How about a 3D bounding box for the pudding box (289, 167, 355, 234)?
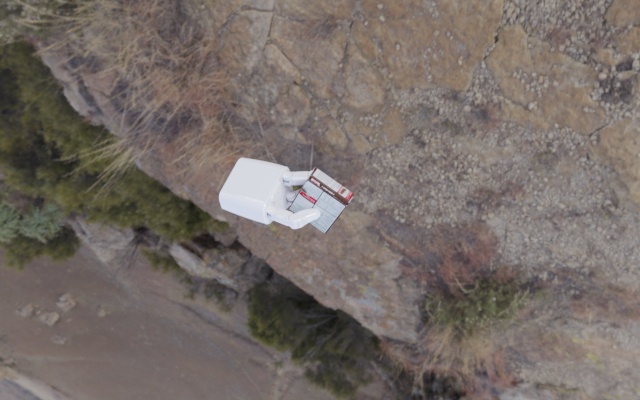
[{"bbox_3d":[0.000,0.003,0.898,0.090,0.039,0.113,34,-37,-1],"label":"pudding box"}]
